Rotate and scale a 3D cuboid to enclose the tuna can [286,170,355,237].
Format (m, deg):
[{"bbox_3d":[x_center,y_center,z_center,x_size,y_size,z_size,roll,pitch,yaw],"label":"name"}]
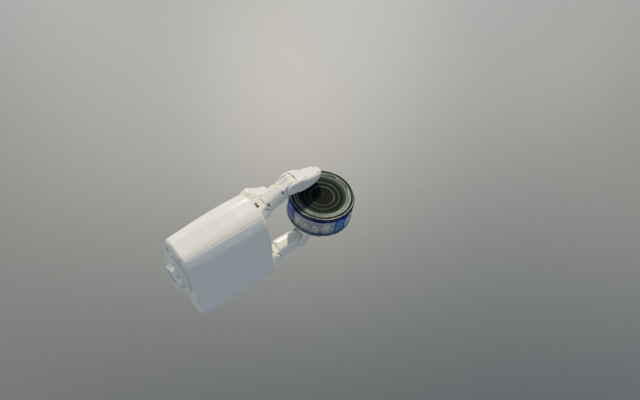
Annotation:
[{"bbox_3d":[0.000,0.002,0.613,0.086,0.086,0.034,0,-39,-10],"label":"tuna can"}]
